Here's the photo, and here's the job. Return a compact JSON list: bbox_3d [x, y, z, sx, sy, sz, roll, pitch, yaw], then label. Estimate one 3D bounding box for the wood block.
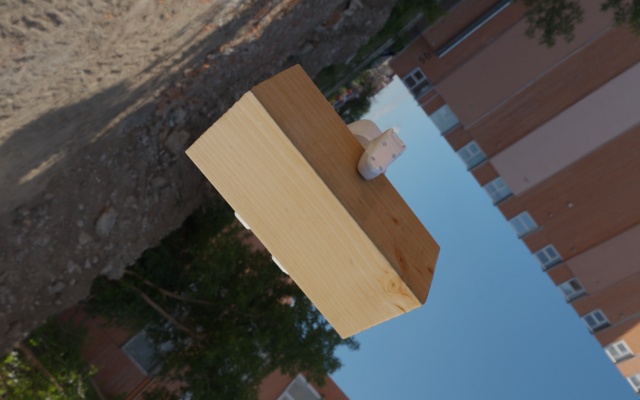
[{"bbox_3d":[0.001,0.001,0.407,0.091,0.206,0.090,-34,10,33],"label":"wood block"}]
